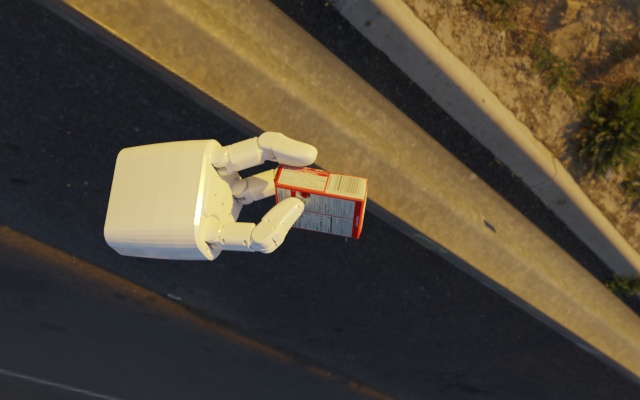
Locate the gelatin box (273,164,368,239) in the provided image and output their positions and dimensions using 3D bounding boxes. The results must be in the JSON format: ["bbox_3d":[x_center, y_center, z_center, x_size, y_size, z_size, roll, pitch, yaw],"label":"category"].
[{"bbox_3d":[0.000,0.002,0.479,0.089,0.030,0.073,10,-34,7],"label":"gelatin box"}]
